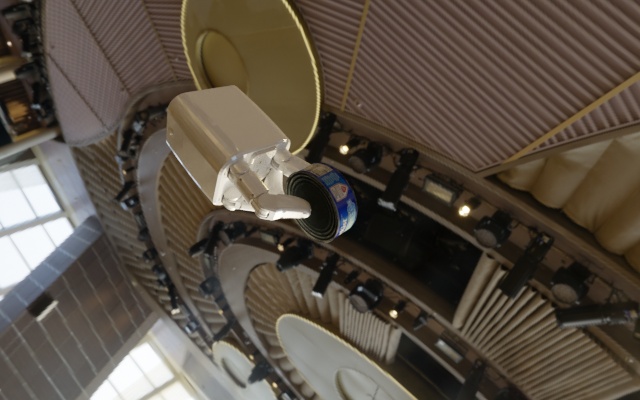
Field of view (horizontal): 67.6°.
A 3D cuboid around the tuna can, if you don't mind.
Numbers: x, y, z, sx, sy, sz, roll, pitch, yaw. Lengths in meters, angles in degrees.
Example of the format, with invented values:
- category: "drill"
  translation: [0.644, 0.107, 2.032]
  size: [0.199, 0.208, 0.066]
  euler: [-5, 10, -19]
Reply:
- category: "tuna can"
  translation: [0.001, 0.002, 0.533]
  size: [0.033, 0.086, 0.086]
  euler: [-29, 18, -35]
